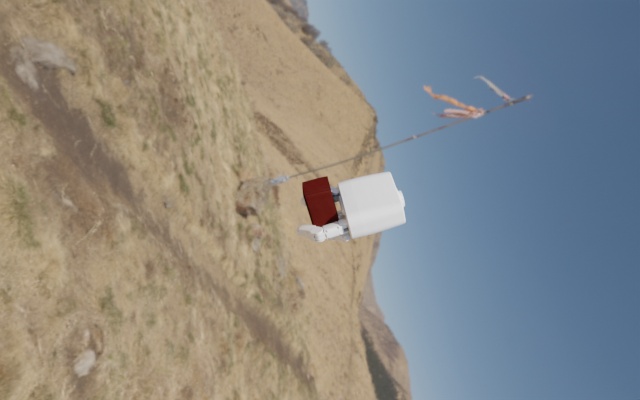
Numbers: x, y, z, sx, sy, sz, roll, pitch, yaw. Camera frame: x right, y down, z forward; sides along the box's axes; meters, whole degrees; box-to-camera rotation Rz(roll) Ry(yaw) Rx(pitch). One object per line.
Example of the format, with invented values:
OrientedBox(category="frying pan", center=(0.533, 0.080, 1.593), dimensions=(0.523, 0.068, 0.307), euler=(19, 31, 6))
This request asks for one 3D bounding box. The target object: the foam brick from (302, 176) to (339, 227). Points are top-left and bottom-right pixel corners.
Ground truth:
OrientedBox(category="foam brick", center=(0.000, 0.003, 0.893), dimensions=(0.051, 0.078, 0.053), euler=(-14, 33, 3))
